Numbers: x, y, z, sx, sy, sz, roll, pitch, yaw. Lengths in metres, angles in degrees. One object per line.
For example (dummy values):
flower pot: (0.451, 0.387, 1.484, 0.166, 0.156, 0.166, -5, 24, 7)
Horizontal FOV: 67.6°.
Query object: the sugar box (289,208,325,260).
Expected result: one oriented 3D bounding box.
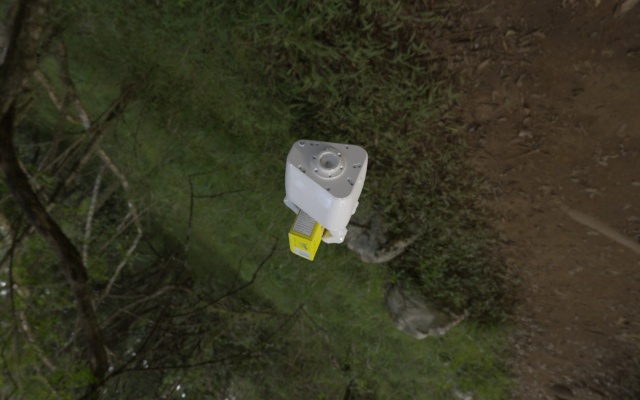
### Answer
sugar box: (0.001, 0.003, 0.801, 0.048, 0.176, 0.093, 21, -24, 9)
